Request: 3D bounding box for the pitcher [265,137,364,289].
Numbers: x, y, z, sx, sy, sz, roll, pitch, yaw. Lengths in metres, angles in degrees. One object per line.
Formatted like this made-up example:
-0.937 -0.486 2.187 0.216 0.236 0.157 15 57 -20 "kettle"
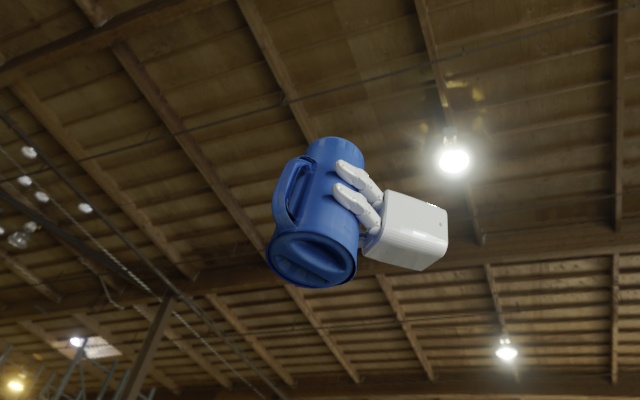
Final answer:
0.000 0.003 0.756 0.145 0.242 0.149 17 -44 -4 "pitcher"
